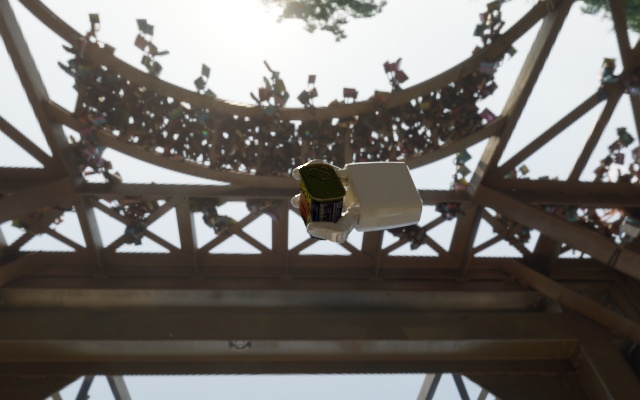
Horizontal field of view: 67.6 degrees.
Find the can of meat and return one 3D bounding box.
[{"bbox_3d":[0.000,0.003,0.759,0.057,0.084,0.102,-7,36,-14],"label":"can of meat"}]
